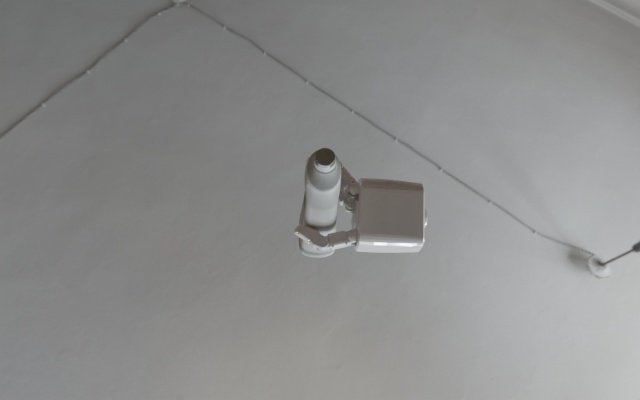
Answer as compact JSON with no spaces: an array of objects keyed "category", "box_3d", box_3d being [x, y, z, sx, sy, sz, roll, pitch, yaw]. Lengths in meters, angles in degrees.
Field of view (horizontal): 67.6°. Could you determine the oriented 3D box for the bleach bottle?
[{"category":"bleach bottle","box_3d":[0.000,0.002,0.764,0.068,0.102,0.251,1,-26,-3]}]
